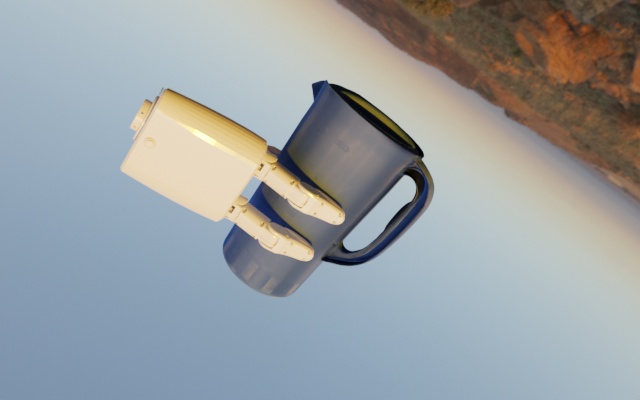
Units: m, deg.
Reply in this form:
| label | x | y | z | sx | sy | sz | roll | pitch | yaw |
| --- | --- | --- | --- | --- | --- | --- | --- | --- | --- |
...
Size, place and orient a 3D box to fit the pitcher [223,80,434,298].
| label | x | y | z | sx | sy | sz | roll | pitch | yaw |
| --- | --- | --- | --- | --- | --- | --- | --- | --- | --- |
| pitcher | 0.000 | 0.002 | 0.543 | 0.145 | 0.243 | 0.149 | 28 | 22 | -25 |
